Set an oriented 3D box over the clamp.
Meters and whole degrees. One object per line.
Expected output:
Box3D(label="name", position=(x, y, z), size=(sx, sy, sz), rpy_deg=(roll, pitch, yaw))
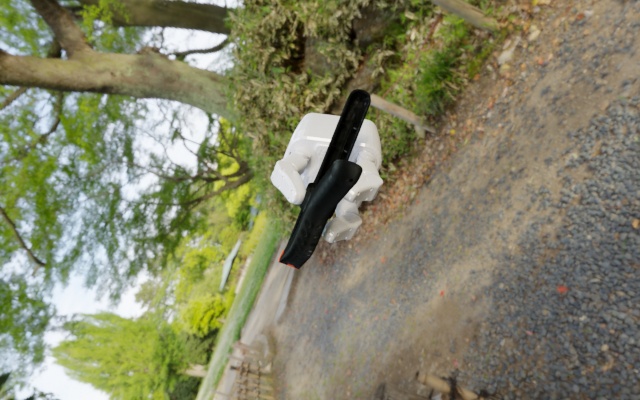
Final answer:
Box3D(label="clamp", position=(-0.001, 0.002, 0.493), size=(0.036, 0.210, 0.164), rpy_deg=(22, 28, -5))
